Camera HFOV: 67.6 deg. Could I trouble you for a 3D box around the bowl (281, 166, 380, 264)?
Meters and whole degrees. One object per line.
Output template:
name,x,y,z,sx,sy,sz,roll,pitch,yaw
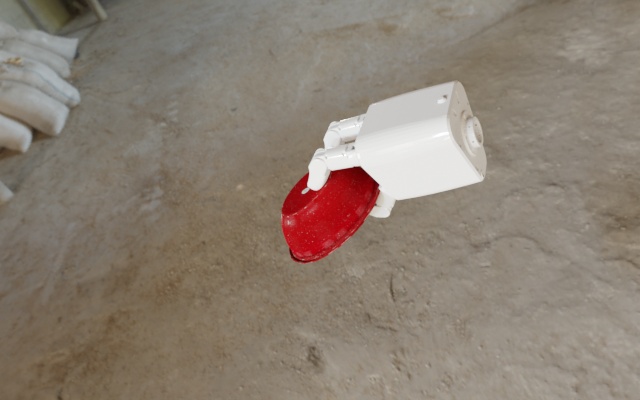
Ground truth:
bowl,-0.001,0.002,0.627,0.055,0.162,0.162,43,-20,-22
